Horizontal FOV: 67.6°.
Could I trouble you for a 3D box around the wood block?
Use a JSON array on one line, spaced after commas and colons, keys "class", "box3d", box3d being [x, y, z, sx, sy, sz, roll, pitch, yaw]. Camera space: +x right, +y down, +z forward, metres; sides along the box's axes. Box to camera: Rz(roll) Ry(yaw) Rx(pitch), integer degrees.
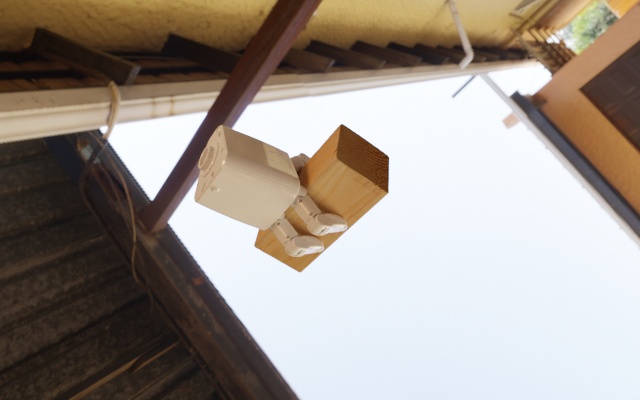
[{"class": "wood block", "box3d": [0.000, 0.002, 0.694, 0.090, 0.090, 0.206, 32, -53, -18]}]
